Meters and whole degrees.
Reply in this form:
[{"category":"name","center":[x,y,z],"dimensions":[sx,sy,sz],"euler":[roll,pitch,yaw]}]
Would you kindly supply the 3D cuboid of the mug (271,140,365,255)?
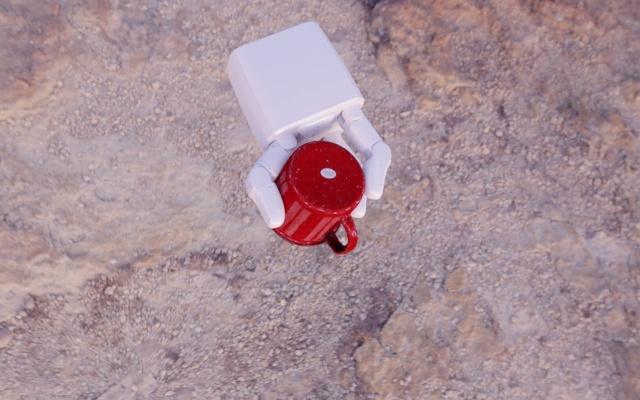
[{"category":"mug","center":[0.001,0.003,0.486],"dimensions":[0.093,0.117,0.081],"euler":[-24,-12,-27]}]
